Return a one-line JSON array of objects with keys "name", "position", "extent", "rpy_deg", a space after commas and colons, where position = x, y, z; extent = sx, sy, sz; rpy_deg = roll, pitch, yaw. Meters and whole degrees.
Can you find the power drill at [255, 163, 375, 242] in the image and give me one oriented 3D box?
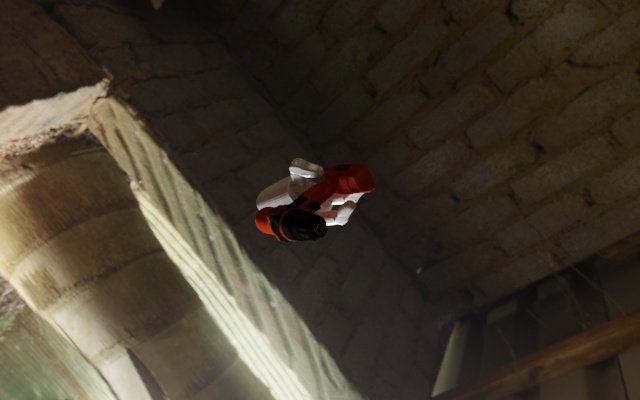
[{"name": "power drill", "position": [0.000, 0.002, 0.796], "extent": [0.187, 0.057, 0.184], "rpy_deg": [-33, 22, -28]}]
